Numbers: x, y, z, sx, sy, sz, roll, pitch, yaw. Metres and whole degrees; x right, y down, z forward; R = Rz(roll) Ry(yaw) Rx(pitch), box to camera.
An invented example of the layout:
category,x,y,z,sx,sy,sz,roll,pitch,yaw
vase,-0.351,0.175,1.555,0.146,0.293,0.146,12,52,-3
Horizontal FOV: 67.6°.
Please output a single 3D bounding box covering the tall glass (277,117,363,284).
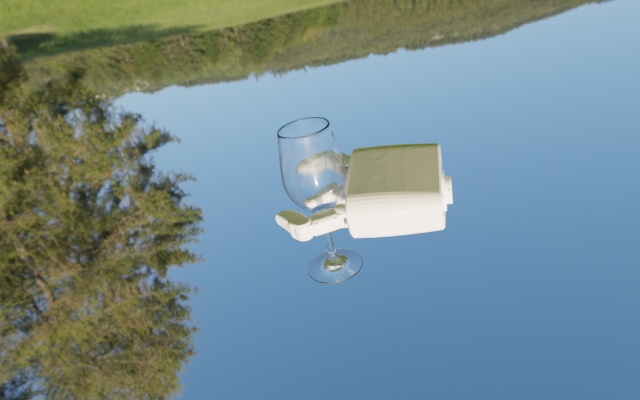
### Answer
category,x,y,z,sx,sy,sz,roll,pitch,yaw
tall glass,0.000,0.003,0.590,0.079,0.201,0.079,-11,28,6
